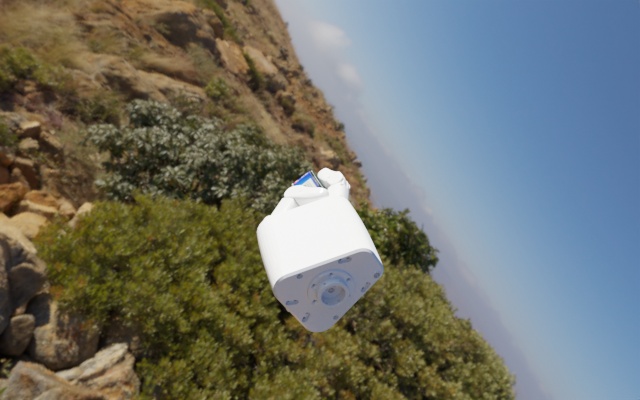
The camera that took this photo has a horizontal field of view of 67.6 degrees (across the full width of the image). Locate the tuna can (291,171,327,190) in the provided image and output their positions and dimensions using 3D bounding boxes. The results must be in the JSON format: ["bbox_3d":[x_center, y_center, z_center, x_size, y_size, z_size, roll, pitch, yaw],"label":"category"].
[{"bbox_3d":[0.001,0.002,0.642,0.034,0.086,0.086,-37,-3,4],"label":"tuna can"}]
